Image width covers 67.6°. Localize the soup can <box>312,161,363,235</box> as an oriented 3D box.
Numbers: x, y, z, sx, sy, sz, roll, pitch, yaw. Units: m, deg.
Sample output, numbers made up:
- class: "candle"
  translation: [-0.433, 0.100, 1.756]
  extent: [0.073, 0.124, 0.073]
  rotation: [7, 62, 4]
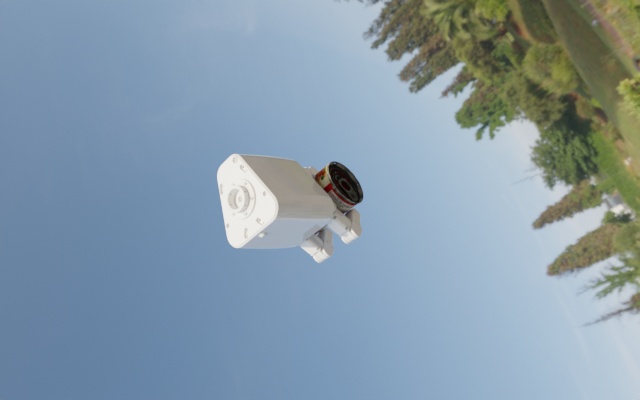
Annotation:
- class: "soup can"
  translation: [0.000, 0.002, 0.667]
  extent: [0.102, 0.068, 0.068]
  rotation: [-38, -21, 30]
